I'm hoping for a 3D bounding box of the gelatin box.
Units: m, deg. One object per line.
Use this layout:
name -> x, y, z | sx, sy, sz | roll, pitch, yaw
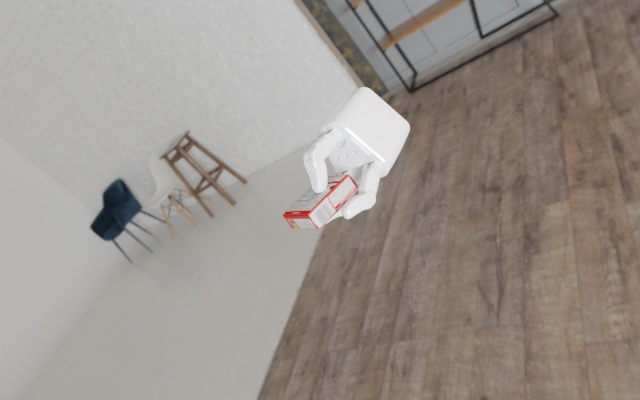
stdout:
gelatin box -> 0.000, 0.002, 0.666 | 0.089, 0.030, 0.073 | -45, 21, -26
